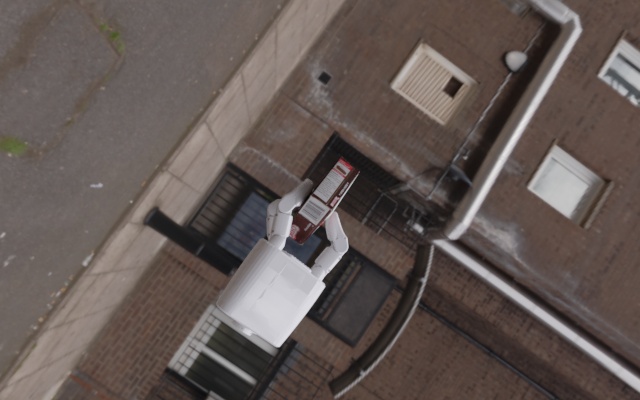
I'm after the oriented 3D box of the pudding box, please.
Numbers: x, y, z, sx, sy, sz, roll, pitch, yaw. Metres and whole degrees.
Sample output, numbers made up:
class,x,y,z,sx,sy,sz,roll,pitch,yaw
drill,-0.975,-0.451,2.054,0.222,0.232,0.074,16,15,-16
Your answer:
class,x,y,z,sx,sy,sz,roll,pitch,yaw
pudding box,0.000,0.002,0.682,0.039,0.090,0.113,38,-38,-3
